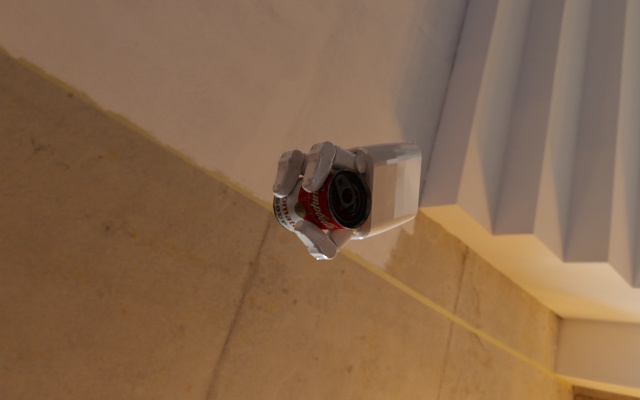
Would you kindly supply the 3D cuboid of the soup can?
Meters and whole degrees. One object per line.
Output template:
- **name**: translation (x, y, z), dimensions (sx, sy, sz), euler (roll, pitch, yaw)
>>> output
- **soup can**: translation (0.000, 0.002, 0.561), dimensions (0.068, 0.068, 0.102), euler (0, -5, -42)
